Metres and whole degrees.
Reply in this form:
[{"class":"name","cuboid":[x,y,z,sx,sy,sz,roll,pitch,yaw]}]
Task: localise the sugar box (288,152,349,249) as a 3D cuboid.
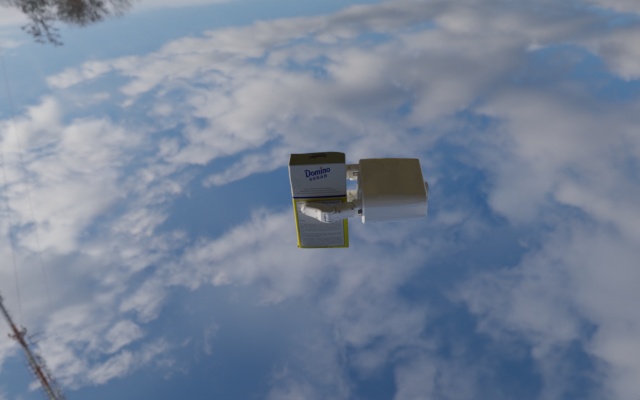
[{"class":"sugar box","cuboid":[0.000,0.002,0.816,0.093,0.176,0.048,-2,33,3]}]
